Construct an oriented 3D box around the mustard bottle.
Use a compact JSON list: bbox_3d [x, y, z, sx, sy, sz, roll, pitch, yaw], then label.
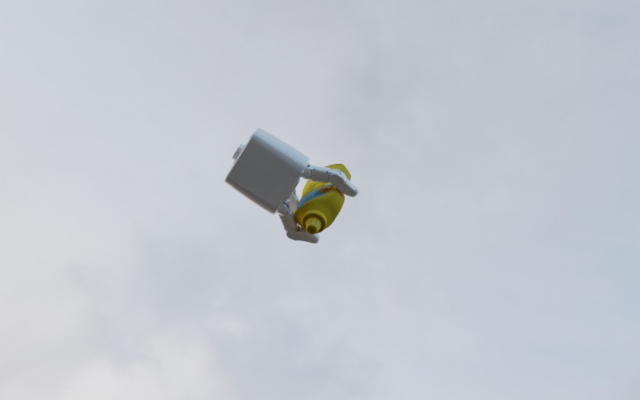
[{"bbox_3d":[0.000,0.003,0.854,0.096,0.058,0.191,-27,20,22],"label":"mustard bottle"}]
